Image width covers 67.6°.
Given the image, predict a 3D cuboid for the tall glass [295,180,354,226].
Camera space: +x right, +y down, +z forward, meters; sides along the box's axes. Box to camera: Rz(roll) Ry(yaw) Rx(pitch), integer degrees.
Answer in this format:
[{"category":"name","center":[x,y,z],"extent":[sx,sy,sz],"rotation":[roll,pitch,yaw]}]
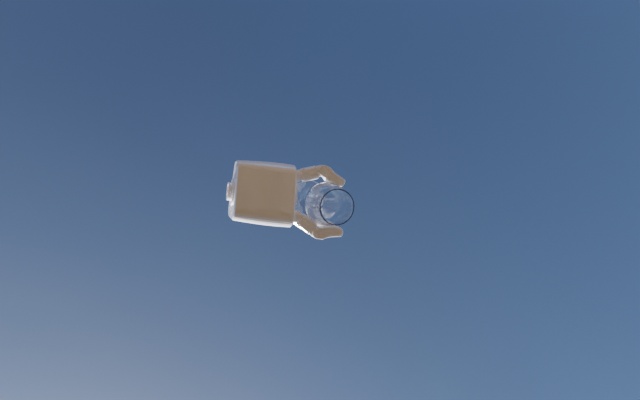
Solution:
[{"category":"tall glass","center":[0.000,0.003,0.889],"extent":[0.079,0.079,0.201],"rotation":[0,5,-17]}]
